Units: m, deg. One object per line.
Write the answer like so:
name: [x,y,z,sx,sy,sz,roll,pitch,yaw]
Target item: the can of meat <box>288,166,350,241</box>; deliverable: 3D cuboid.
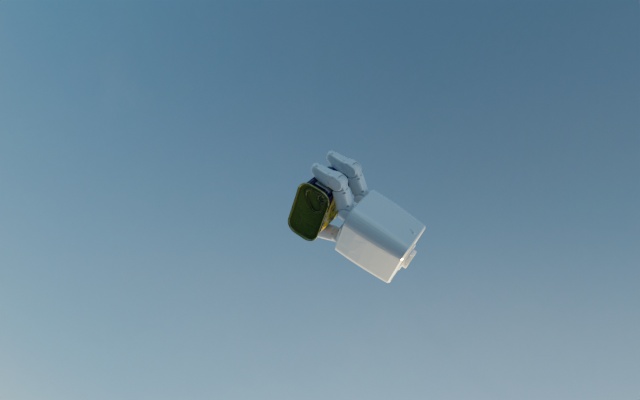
can of meat: [0.000,0.002,0.778,0.057,0.102,0.084,31,38,16]
